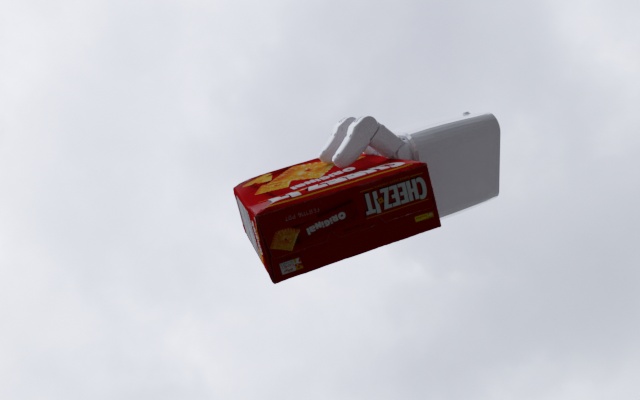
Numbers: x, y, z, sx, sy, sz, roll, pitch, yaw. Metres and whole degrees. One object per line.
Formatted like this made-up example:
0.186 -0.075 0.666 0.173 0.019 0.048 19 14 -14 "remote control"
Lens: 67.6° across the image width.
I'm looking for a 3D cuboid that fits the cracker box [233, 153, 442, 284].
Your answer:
0.000 0.002 0.511 0.164 0.072 0.213 -18 12 -12 "cracker box"
